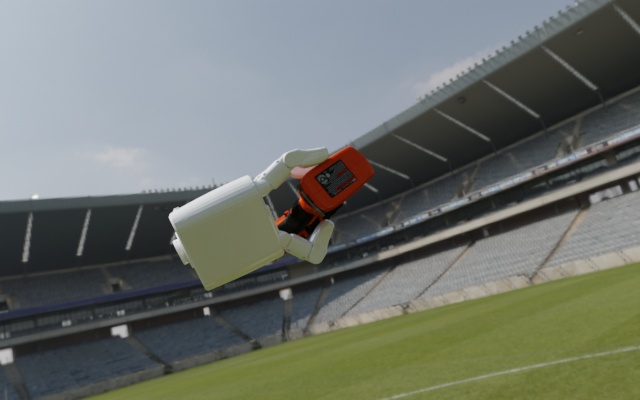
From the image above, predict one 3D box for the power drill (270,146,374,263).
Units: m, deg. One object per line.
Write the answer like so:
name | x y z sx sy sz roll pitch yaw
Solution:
power drill | 0.000 0.002 0.679 0.184 0.057 0.188 -39 -7 -35
